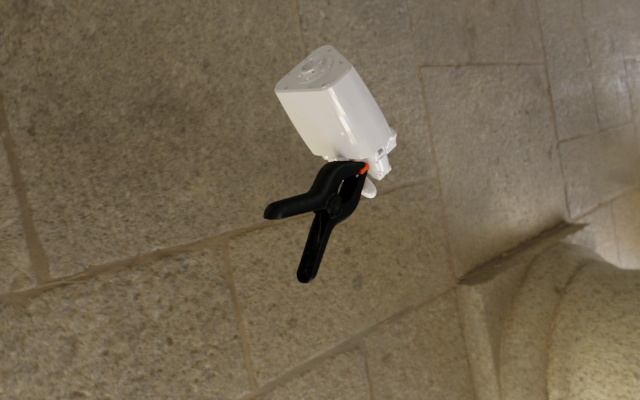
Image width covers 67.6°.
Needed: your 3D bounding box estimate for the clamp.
[{"bbox_3d":[0.001,0.002,0.573,0.039,0.171,0.120,14,-31,33],"label":"clamp"}]
